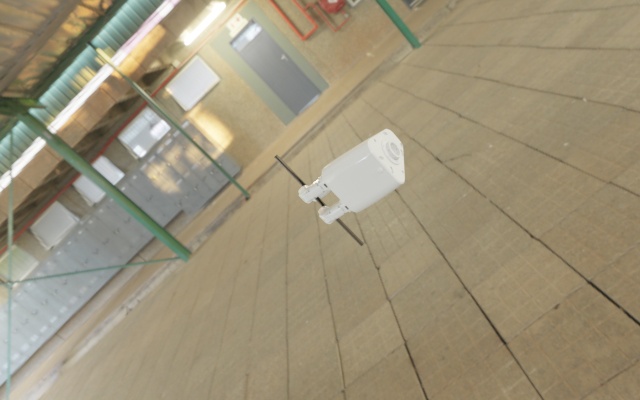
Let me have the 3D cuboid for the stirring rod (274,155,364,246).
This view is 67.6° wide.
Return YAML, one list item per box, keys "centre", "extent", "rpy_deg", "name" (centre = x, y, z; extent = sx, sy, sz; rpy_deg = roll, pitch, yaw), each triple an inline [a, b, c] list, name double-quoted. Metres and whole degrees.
- centre: [0.000, 0.003, 0.893]
  extent: [0.239, 0.011, 0.011]
  rpy_deg: [46, -16, -16]
  name: "stirring rod"
